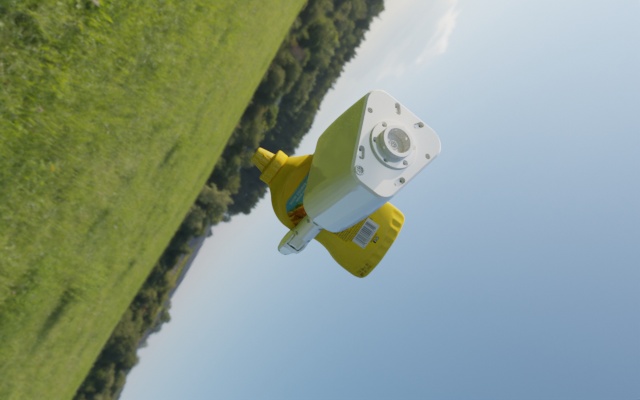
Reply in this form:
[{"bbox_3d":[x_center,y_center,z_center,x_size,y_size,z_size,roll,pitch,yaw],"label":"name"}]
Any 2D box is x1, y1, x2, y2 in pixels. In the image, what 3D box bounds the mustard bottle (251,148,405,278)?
[{"bbox_3d":[0.000,0.002,0.567,0.191,0.096,0.058,37,-4,-10],"label":"mustard bottle"}]
